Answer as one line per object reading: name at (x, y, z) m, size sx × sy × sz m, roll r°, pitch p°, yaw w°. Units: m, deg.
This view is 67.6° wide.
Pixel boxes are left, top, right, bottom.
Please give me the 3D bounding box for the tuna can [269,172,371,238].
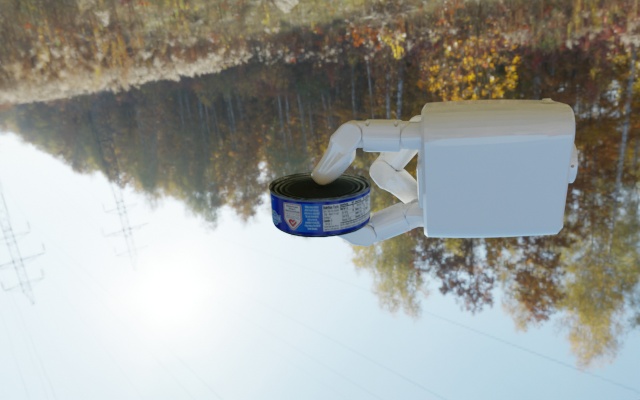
tuna can at (0.000, 0.002, 0.406) m, size 0.086 × 0.034 × 0.086 m, roll -2°, pitch 17°, yaw 1°
